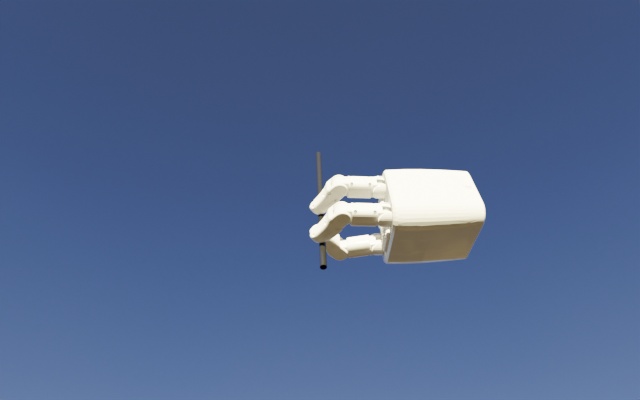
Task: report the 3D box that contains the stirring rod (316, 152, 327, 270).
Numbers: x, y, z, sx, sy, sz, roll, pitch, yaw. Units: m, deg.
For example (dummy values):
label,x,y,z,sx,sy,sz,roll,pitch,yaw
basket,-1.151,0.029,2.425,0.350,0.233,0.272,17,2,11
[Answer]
label,x,y,z,sx,sy,sz,roll,pitch,yaw
stirring rod,0.000,0.002,0.629,0.011,0.011,0.239,0,37,-2
